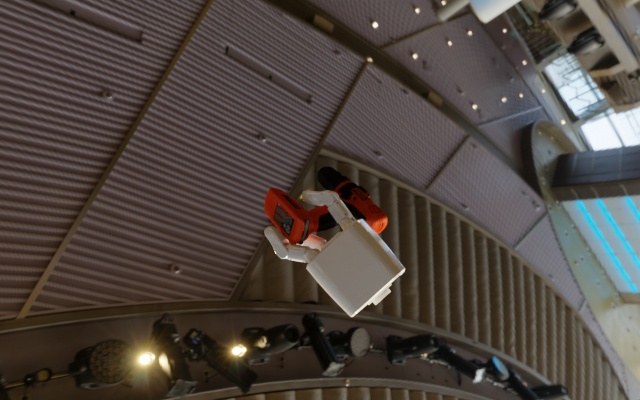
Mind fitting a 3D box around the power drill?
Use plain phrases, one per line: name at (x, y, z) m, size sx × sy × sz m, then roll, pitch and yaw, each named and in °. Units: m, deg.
power drill at (0.000, 0.003, 0.837) m, size 0.187 × 0.057 × 0.184 m, roll -11°, pitch 40°, yaw -36°
